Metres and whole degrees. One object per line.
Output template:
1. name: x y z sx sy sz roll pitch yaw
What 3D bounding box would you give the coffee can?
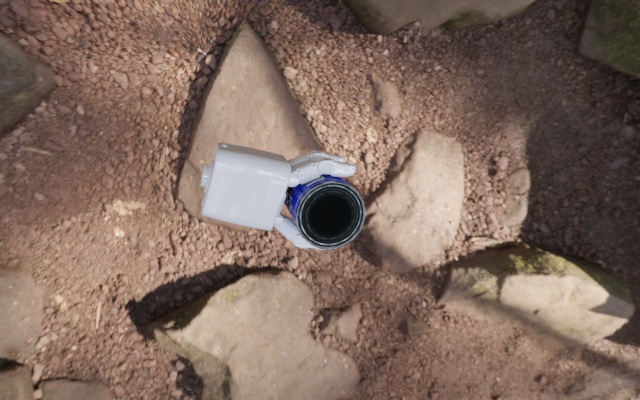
1. coffee can: 0.000 0.002 0.743 0.103 0.103 0.140 0 17 -14
